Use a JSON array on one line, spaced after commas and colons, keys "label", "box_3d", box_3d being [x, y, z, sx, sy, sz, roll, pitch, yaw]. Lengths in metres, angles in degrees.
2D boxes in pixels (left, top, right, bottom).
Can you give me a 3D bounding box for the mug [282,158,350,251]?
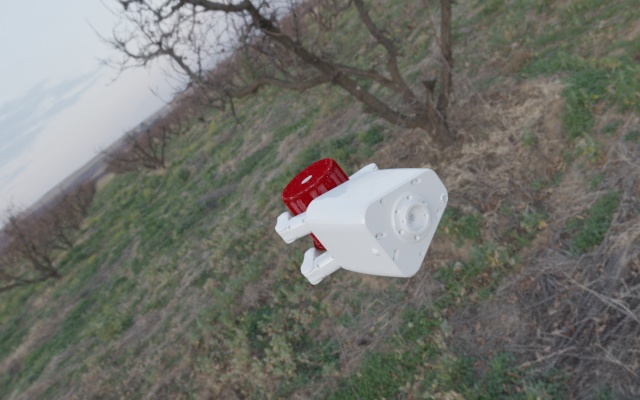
[{"label": "mug", "box_3d": [-0.001, 0.002, 0.607, 0.093, 0.081, 0.117, -47, 21, -23]}]
